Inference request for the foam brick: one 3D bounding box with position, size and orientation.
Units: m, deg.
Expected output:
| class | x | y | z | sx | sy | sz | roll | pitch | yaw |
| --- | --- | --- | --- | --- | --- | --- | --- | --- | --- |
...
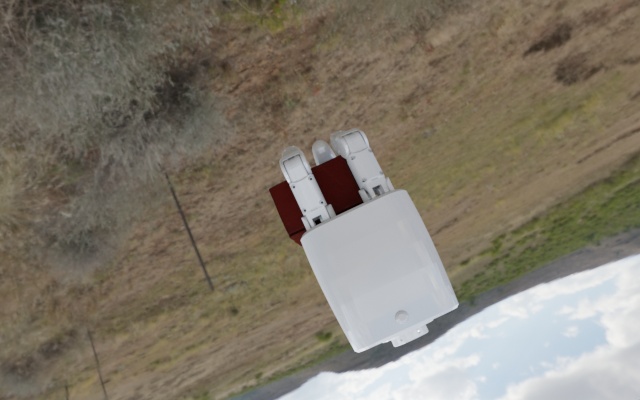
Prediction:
| class | x | y | z | sx | sy | sz | roll | pitch | yaw |
| --- | --- | --- | --- | --- | --- | --- | --- | --- | --- |
| foam brick | 0.000 | 0.002 | 0.447 | 0.078 | 0.051 | 0.053 | -25 | -16 | 3 |
